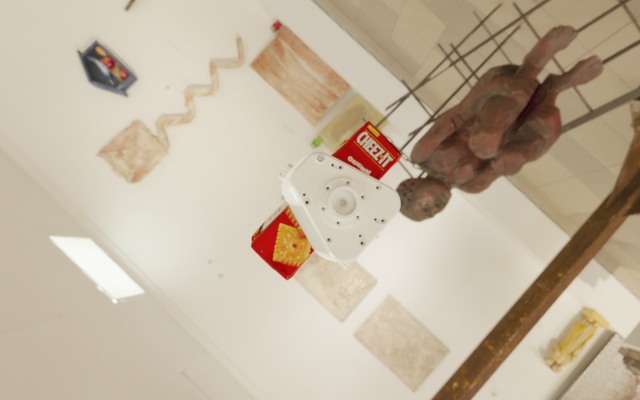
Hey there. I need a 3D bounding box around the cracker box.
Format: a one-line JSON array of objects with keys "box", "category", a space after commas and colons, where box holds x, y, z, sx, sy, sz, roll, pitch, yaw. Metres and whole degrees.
[{"box": [0.000, 0.002, 0.658, 0.072, 0.213, 0.164, 44, -6, -5], "category": "cracker box"}]
